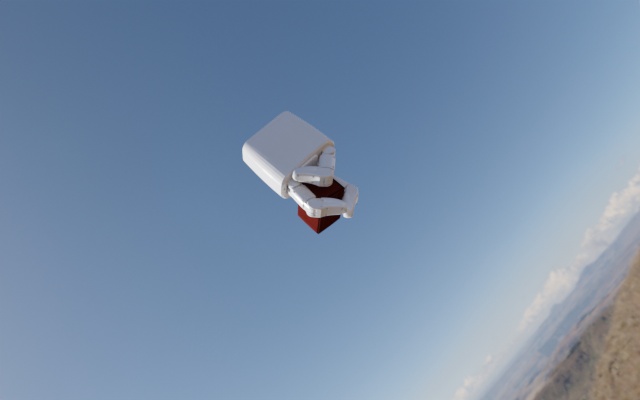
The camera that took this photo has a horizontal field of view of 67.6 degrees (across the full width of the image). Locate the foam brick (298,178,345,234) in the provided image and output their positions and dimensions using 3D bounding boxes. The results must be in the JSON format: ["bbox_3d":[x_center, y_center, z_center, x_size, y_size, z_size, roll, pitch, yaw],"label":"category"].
[{"bbox_3d":[0.000,0.003,0.763,0.053,0.078,0.051,-33,58,-31],"label":"foam brick"}]
